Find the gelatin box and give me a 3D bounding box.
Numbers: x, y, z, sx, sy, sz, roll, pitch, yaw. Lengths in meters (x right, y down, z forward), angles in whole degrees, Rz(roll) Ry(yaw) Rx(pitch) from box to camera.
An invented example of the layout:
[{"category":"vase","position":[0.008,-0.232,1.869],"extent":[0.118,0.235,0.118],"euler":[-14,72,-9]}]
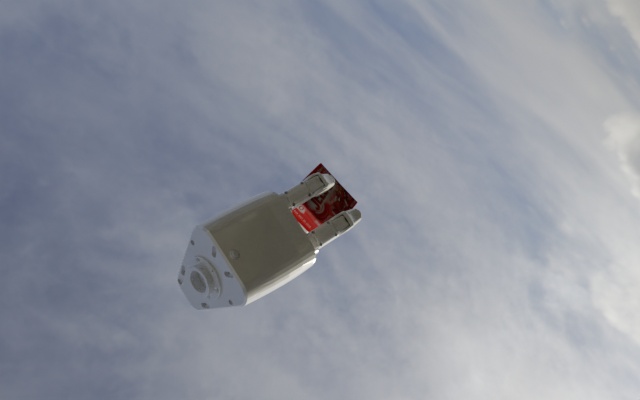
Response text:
[{"category":"gelatin box","position":[0.000,0.002,0.607],"extent":[0.030,0.073,0.089],"euler":[-41,4,37]}]
